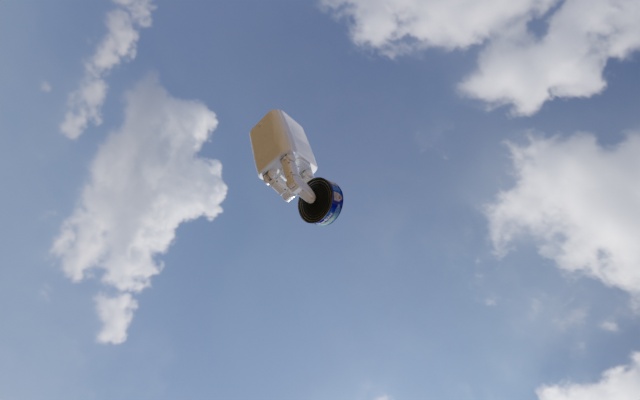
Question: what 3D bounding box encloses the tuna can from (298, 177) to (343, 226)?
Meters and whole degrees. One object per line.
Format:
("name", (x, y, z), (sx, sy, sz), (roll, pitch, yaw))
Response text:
("tuna can", (0.001, 0.003, 0.871), (0.086, 0.086, 0.034), (0, -13, 44))
